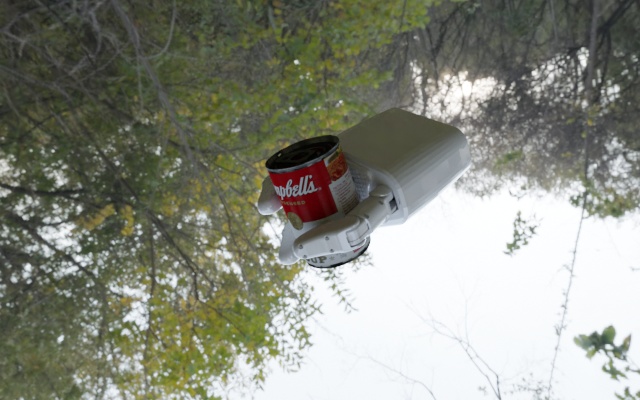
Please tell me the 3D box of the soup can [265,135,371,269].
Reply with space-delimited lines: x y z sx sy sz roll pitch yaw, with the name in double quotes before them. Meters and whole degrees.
"soup can" 0.000 0.002 0.429 0.068 0.102 0.068 -17 23 8
